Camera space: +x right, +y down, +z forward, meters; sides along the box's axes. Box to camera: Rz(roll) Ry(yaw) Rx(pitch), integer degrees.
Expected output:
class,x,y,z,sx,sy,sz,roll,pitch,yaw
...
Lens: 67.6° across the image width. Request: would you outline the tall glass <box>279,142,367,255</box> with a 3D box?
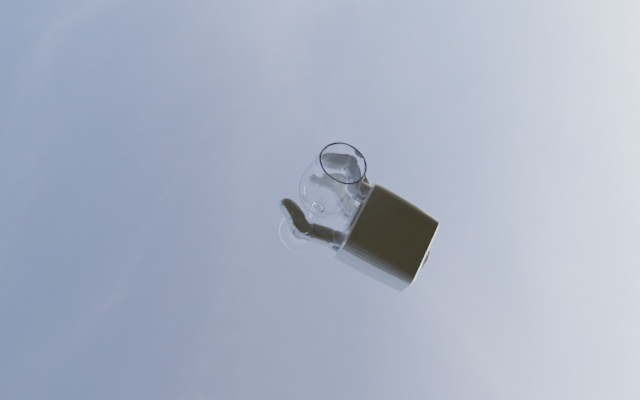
class,x,y,z,sx,sy,sz,roll,pitch,yaw
tall glass,0.000,0.002,0.665,0.079,0.079,0.201,0,-29,-19
